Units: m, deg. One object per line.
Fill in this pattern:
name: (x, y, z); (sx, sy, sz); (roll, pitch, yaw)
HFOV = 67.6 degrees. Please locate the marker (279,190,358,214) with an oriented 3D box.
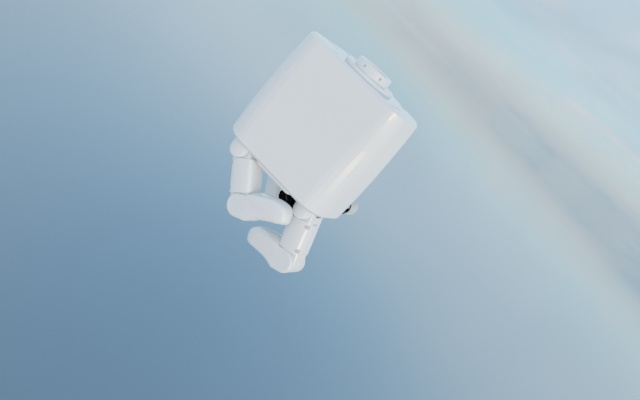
marker: (0.000, 0.002, 0.451); (0.020, 0.020, 0.121); (0, -4, 32)
